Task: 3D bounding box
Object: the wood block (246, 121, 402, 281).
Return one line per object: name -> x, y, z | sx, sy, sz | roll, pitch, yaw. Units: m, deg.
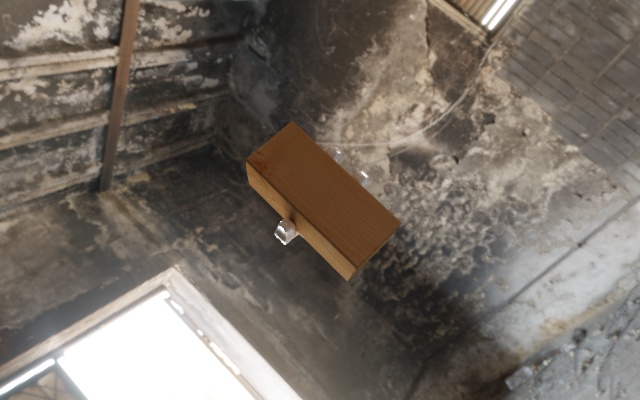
wood block -> 0.000, 0.002, 0.668 | 0.091, 0.206, 0.090 | -43, -12, -18
